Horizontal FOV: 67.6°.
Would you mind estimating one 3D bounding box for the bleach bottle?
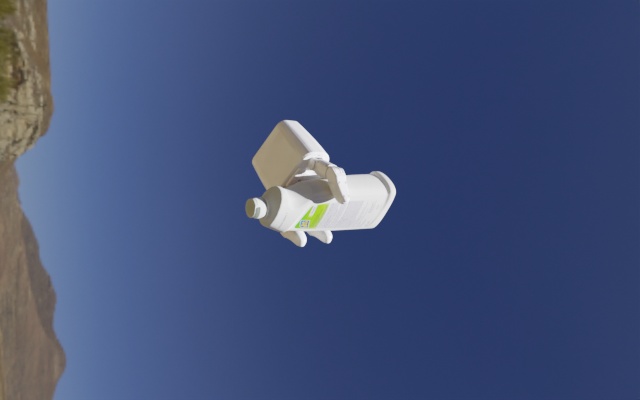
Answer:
[{"bbox_3d":[0.000,0.003,0.764,0.251,0.103,0.068,-1,40,-38],"label":"bleach bottle"}]
